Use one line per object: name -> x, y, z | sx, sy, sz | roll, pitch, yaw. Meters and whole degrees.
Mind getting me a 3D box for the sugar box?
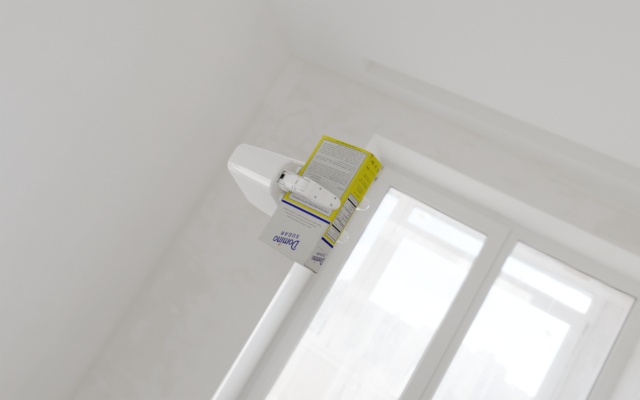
sugar box -> 0.000, 0.002, 0.657 | 0.093, 0.176, 0.048 | 25, -9, 37
